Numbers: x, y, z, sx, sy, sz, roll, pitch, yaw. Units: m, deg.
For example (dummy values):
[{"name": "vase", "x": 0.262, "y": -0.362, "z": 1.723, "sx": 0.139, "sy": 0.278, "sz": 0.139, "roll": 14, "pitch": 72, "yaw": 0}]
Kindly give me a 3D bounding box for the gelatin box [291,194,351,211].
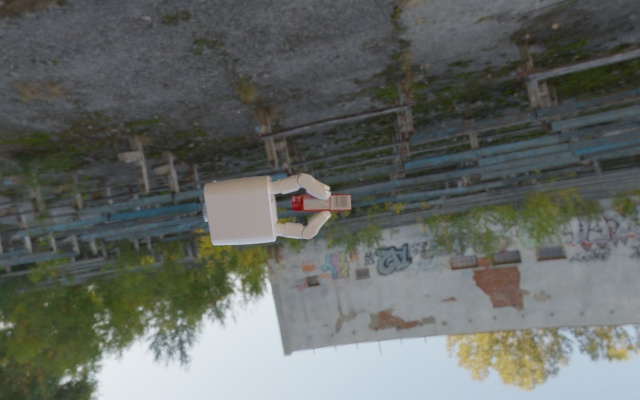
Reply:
[{"name": "gelatin box", "x": 0.000, "y": 0.003, "z": 0.827, "sx": 0.089, "sy": 0.030, "sz": 0.073, "roll": -1, "pitch": 0, "yaw": -16}]
